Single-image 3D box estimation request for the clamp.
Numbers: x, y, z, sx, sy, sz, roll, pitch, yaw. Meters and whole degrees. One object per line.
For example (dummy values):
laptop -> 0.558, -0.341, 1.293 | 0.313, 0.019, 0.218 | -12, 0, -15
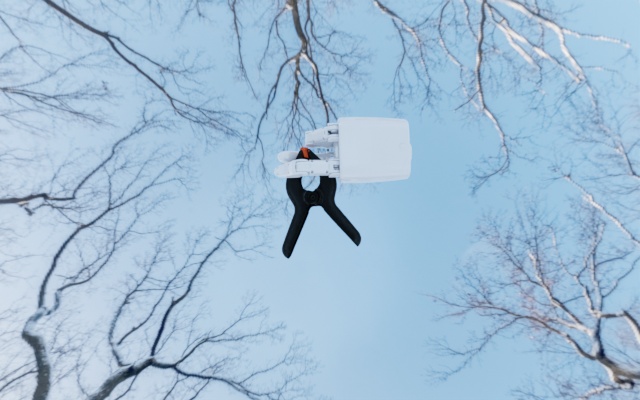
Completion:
clamp -> 0.000, 0.002, 0.734 | 0.120, 0.171, 0.039 | -1, -7, -2
